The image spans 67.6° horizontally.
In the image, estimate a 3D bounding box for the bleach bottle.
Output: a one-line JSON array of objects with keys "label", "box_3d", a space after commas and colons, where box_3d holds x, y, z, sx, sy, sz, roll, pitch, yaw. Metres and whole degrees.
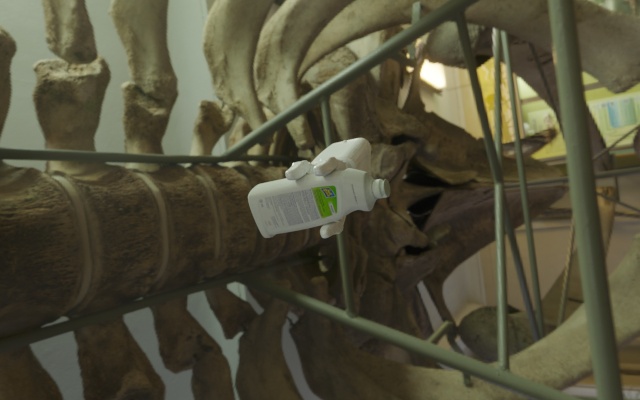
[{"label": "bleach bottle", "box_3d": [0.000, 0.003, 0.825, 0.251, 0.103, 0.068, -8, 24, 29]}]
